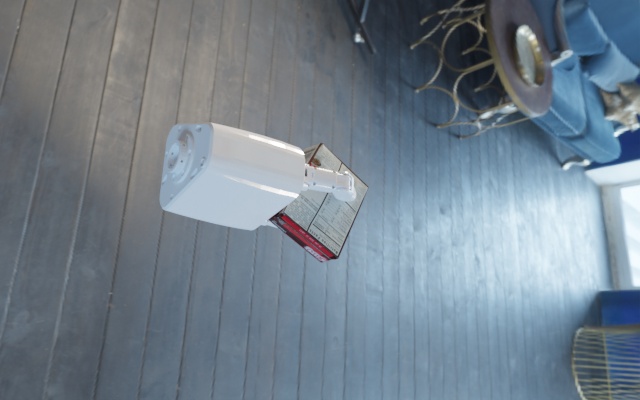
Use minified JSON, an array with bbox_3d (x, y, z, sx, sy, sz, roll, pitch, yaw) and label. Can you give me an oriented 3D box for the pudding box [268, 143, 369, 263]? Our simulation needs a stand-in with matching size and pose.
[{"bbox_3d":[0.000,0.002,0.559,0.090,0.113,0.039,42,-33,-23],"label":"pudding box"}]
